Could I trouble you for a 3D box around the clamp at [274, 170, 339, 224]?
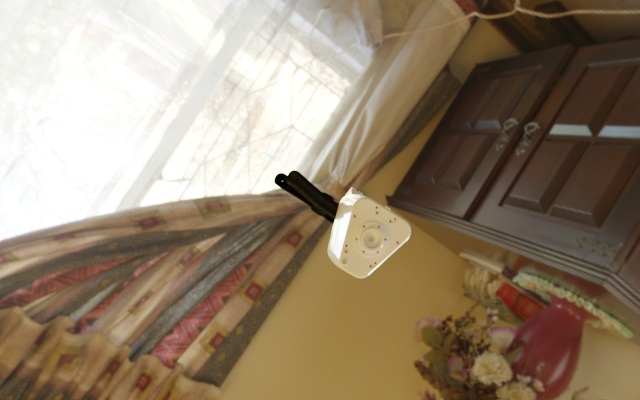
[{"bbox_3d":[0.000,0.003,0.783,0.171,0.039,0.120,32,-2,-5],"label":"clamp"}]
